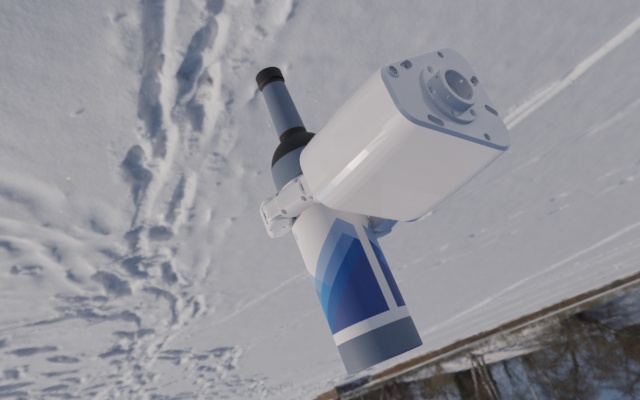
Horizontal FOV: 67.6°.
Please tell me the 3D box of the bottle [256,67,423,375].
[{"bbox_3d":[0.000,0.002,0.437,0.069,0.295,0.069,-20,-19,-7],"label":"bottle"}]
